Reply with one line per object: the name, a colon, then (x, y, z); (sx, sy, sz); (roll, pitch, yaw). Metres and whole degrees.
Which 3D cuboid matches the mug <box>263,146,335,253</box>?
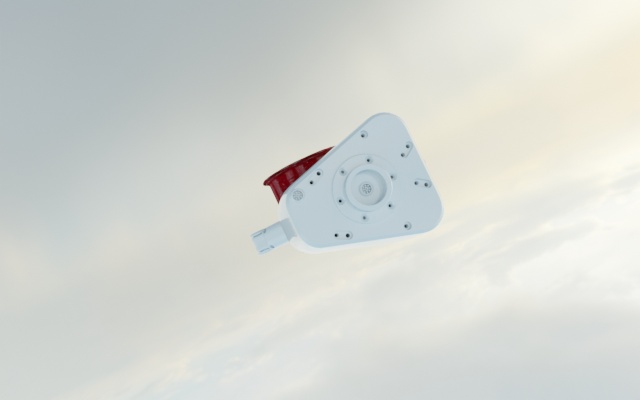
mug: (0.000, 0.002, 0.492); (0.093, 0.081, 0.117); (-24, -3, -7)
